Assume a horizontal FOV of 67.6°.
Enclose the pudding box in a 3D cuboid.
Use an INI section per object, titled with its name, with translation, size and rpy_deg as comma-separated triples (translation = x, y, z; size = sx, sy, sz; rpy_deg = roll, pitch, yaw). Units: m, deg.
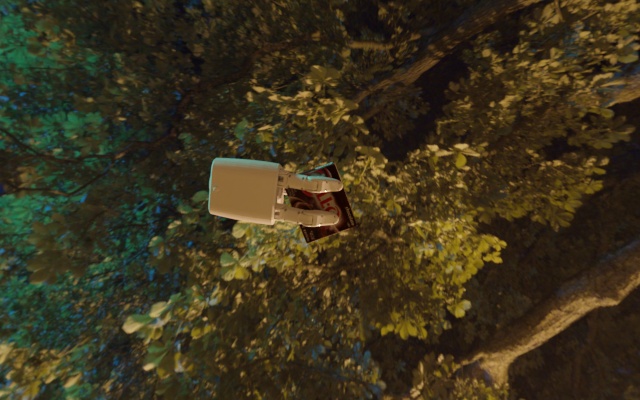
[pudding box]
translation = 0.000, 0.003, 0.785
size = 0.090, 0.113, 0.039
rpy_deg = -20, 12, 6
